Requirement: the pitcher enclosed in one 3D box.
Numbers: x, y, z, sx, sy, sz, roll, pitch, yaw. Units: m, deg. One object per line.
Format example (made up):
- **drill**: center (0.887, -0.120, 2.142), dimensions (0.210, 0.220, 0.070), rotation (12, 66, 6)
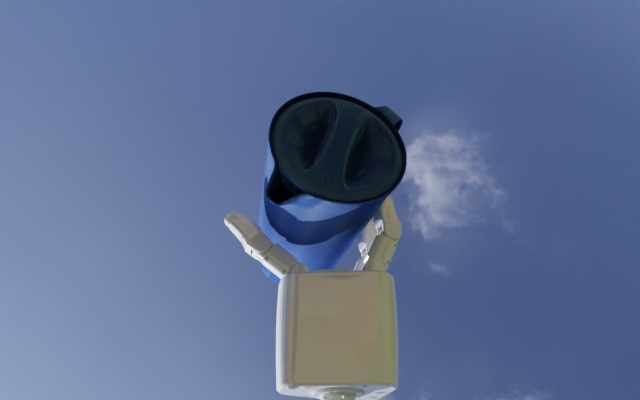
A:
- **pitcher**: center (0.000, 0.002, 0.543), dimensions (0.149, 0.145, 0.243), rotation (5, -33, -12)
